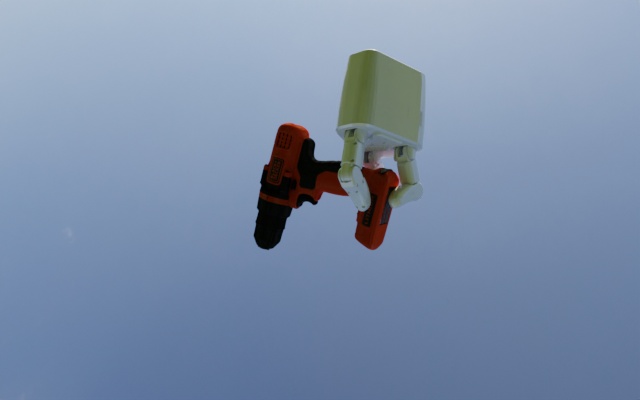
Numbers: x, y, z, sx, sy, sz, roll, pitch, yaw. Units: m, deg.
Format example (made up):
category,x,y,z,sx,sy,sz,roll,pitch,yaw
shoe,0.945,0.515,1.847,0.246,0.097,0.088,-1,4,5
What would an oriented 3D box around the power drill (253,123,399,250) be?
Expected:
category,x,y,z,sx,sy,sz,roll,pitch,yaw
power drill,0.001,0.002,0.649,0.187,0.184,0.057,19,12,22
